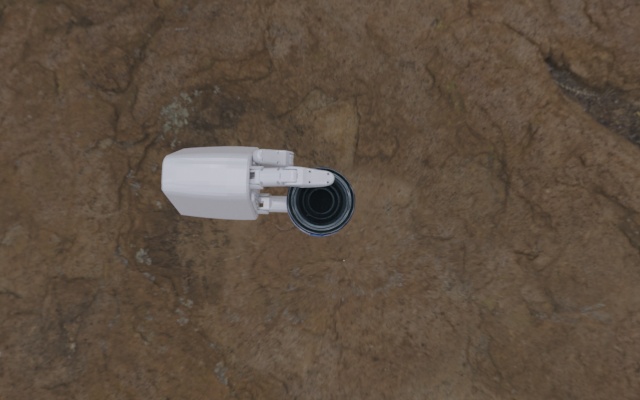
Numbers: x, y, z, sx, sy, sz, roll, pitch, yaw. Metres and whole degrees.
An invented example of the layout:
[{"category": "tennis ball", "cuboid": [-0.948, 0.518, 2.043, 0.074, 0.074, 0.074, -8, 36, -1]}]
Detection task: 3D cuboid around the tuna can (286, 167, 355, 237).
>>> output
[{"category": "tuna can", "cuboid": [0.000, 0.002, 0.594, 0.086, 0.086, 0.034, 0, -7, -3]}]
